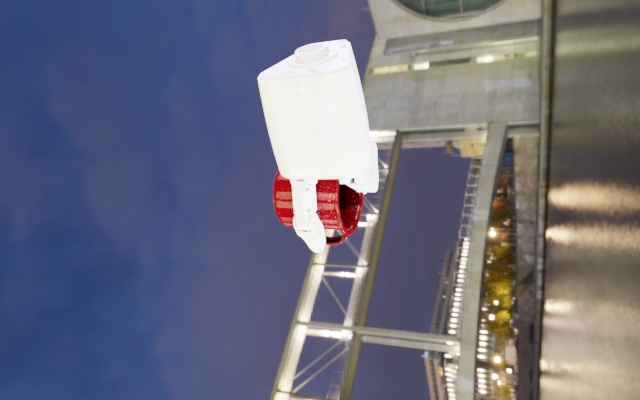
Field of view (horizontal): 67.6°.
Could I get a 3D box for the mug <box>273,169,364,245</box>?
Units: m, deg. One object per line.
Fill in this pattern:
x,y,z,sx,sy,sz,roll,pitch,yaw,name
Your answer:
0.000,0.003,0.561,0.081,0.117,0.093,2,34,22,mug
